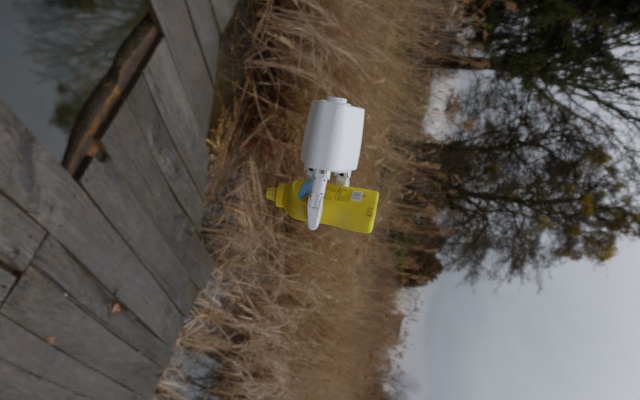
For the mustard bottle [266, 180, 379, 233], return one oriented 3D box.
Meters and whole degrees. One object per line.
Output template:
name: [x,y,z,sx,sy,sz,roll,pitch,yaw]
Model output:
mustard bottle: [0.000,0.003,0.820,0.191,0.058,0.096,10,33,7]
